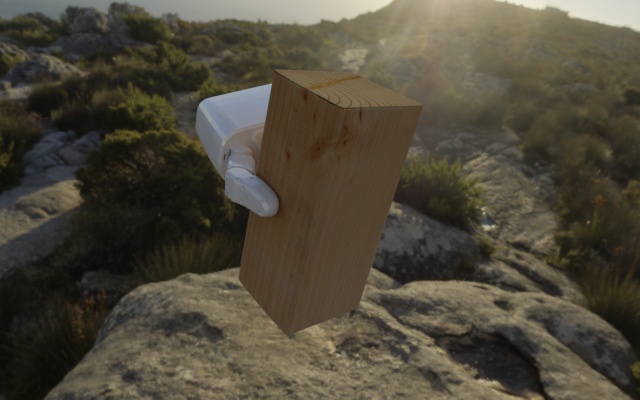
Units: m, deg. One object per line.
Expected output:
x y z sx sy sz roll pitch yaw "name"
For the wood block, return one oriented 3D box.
0.000 0.001 0.419 0.091 0.206 0.090 -10 35 -38 "wood block"
